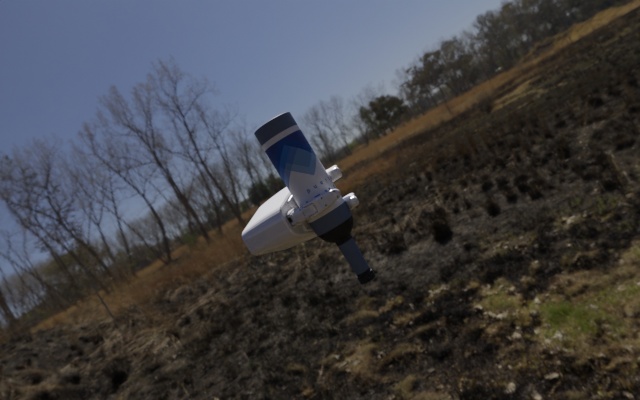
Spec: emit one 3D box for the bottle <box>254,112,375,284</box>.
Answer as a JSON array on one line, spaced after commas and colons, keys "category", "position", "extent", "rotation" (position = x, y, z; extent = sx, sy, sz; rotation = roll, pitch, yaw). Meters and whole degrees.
[{"category": "bottle", "position": [0.000, 0.002, 0.760], "extent": [0.069, 0.296, 0.069], "rotation": [-31, 3, 1]}]
